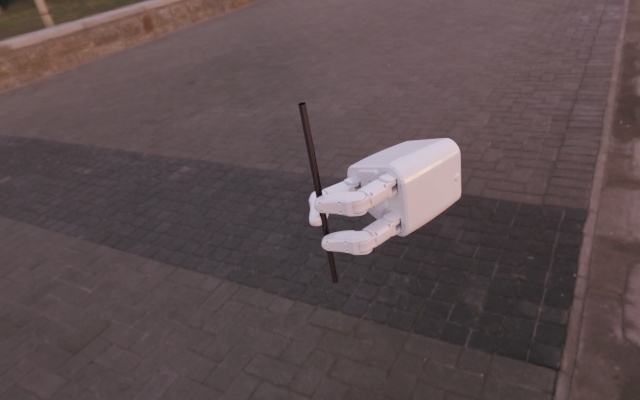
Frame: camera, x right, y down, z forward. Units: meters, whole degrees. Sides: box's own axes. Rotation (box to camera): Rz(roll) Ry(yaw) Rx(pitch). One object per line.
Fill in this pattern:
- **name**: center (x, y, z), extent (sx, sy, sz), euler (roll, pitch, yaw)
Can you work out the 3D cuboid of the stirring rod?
- **stirring rod**: center (0.000, 0.002, 0.557), extent (0.011, 0.240, 0.011), euler (-8, 30, 5)
